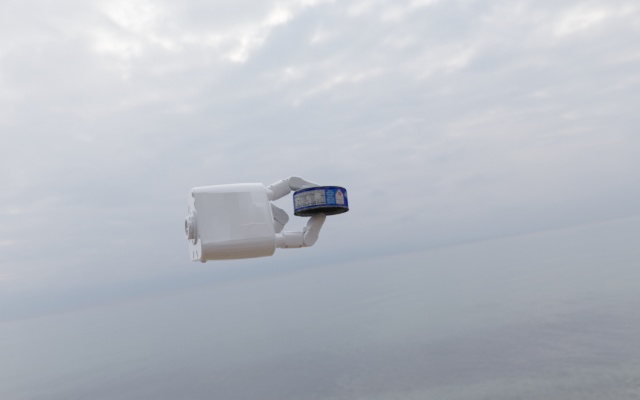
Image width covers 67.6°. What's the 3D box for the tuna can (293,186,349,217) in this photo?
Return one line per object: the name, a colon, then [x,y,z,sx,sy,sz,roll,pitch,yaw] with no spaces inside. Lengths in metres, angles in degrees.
tuna can: [0.000,0.002,0.734,0.086,0.033,0.086,-5,-10,-1]
